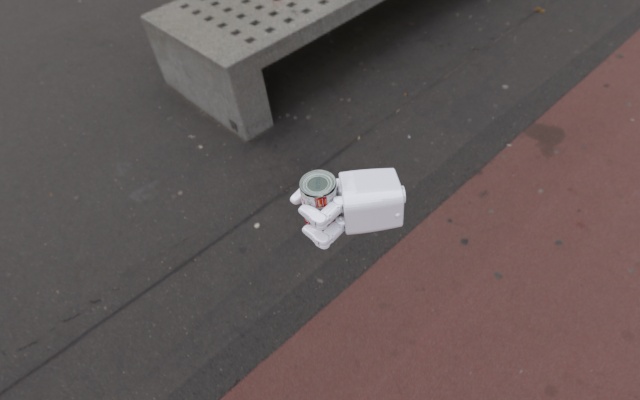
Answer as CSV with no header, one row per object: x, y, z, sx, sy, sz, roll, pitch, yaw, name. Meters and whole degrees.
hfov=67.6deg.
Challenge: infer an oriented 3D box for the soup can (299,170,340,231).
0.000,0.003,0.865,0.068,0.068,0.102,0,-42,7,soup can
